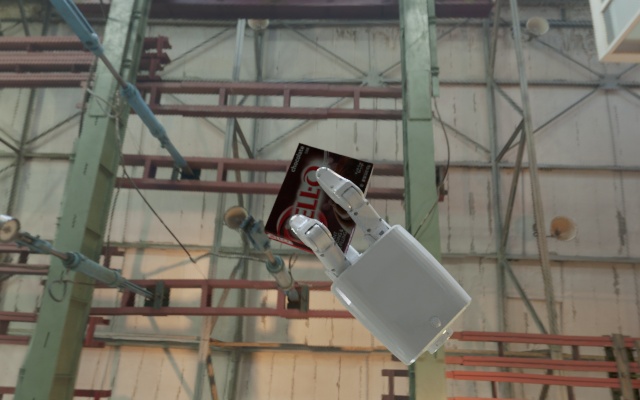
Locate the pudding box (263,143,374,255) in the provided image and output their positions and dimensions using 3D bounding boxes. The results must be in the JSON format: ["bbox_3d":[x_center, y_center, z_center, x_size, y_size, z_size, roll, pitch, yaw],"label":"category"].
[{"bbox_3d":[0.000,0.002,0.528,0.090,0.113,0.039,17,-20,10],"label":"pudding box"}]
